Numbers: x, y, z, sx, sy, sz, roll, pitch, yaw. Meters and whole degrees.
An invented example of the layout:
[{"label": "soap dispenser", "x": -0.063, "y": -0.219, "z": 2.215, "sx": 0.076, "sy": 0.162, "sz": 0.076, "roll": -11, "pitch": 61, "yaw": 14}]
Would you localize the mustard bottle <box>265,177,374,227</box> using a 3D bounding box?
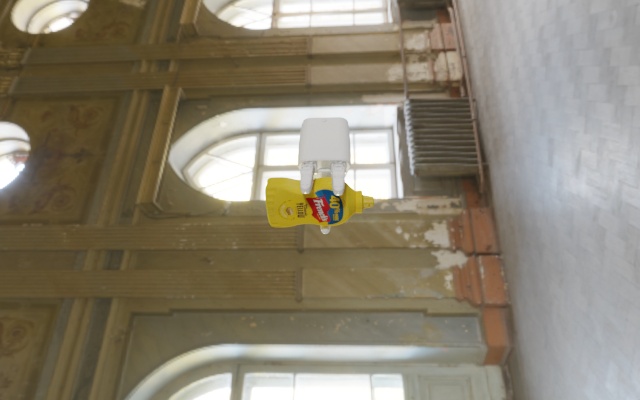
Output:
[{"label": "mustard bottle", "x": 0.000, "y": 0.003, "z": 0.862, "sx": 0.191, "sy": 0.096, "sz": 0.058, "roll": -1, "pitch": 35, "yaw": 4}]
